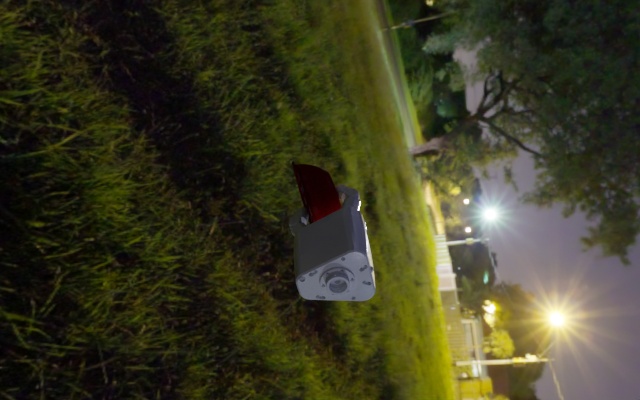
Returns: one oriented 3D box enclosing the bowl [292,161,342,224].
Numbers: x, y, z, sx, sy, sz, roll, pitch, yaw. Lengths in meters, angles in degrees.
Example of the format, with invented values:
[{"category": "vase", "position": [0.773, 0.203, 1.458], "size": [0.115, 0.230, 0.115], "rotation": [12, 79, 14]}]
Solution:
[{"category": "bowl", "position": [0.000, 0.002, 0.817], "size": [0.055, 0.162, 0.162], "rotation": [-18, 1, -4]}]
